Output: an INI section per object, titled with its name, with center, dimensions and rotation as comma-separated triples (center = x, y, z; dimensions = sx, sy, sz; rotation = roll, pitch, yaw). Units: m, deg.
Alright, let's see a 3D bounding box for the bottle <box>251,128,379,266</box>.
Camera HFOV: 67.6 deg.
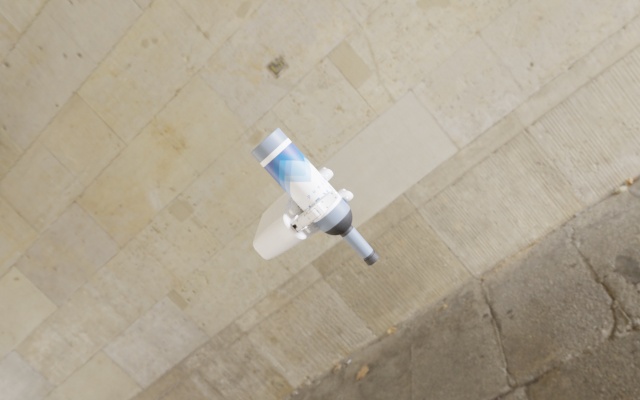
[bottle]
center = 0.000, 0.003, 0.855
dimensions = 0.069, 0.296, 0.069
rotation = -41, 8, 7
